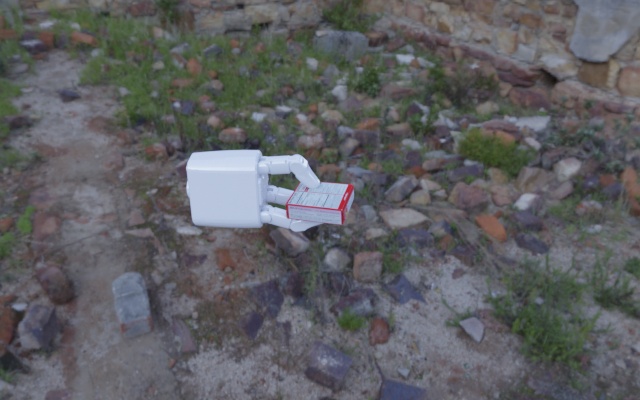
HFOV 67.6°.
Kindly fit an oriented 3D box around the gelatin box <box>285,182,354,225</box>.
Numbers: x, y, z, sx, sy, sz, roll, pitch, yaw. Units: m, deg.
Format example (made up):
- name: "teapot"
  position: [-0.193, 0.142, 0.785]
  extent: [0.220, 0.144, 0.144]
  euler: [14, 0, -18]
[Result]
- name: "gelatin box"
  position: [0.000, 0.002, 0.720]
  extent: [0.089, 0.030, 0.073]
  euler: [5, 33, 15]
